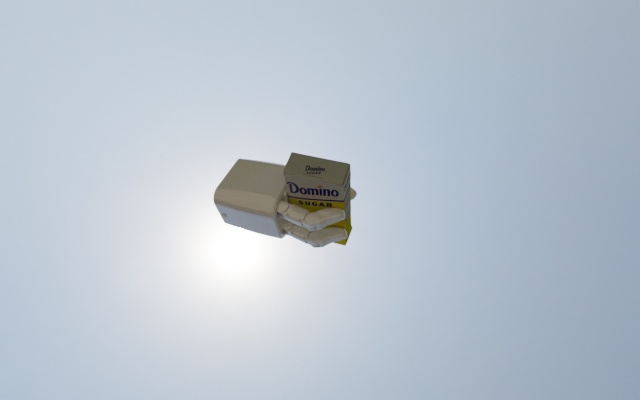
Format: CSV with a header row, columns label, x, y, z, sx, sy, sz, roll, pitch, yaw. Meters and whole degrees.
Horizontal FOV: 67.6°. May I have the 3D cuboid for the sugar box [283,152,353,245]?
label,x,y,z,sx,sy,sz,roll,pitch,yaw
sugar box,0.000,0.003,0.749,0.093,0.048,0.176,12,-30,13
